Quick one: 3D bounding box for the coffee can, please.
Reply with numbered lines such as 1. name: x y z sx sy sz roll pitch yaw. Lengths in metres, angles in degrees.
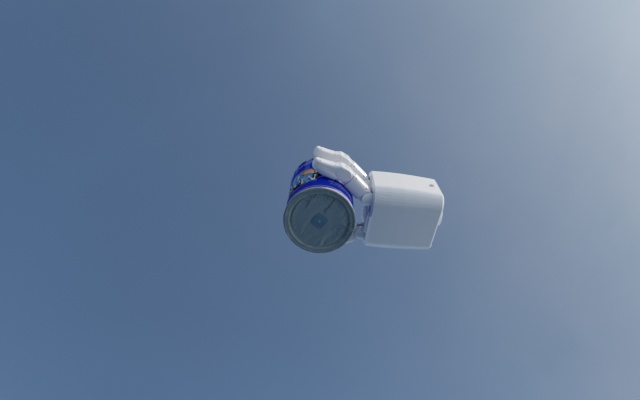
1. coffee can: 0.000 0.003 0.736 0.103 0.103 0.140 0 23 1
